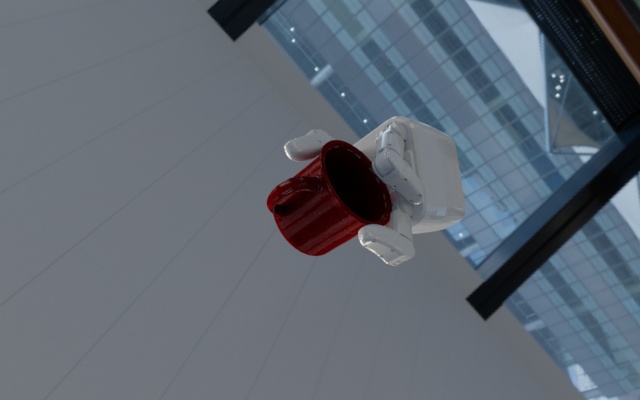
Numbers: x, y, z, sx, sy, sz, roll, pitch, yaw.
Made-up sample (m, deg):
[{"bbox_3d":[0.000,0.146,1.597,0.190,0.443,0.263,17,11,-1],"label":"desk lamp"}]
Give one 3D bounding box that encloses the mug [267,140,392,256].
[{"bbox_3d":[-0.001,0.002,0.452,0.081,0.093,0.117,-35,-26,34],"label":"mug"}]
